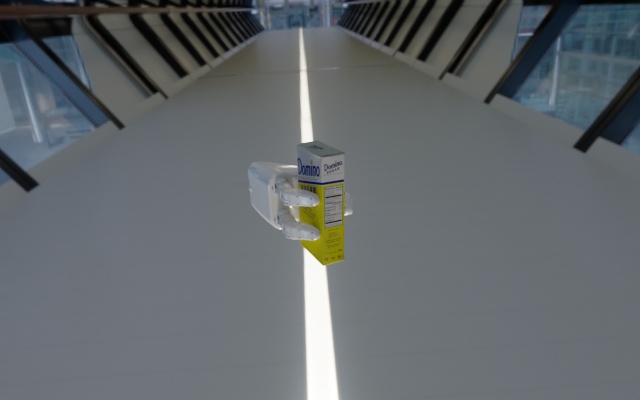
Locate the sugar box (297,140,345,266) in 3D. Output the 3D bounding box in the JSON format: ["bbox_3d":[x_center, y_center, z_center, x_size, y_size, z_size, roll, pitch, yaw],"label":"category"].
[{"bbox_3d":[0.000,0.003,0.745,0.048,0.176,0.093,-13,23,-23],"label":"sugar box"}]
